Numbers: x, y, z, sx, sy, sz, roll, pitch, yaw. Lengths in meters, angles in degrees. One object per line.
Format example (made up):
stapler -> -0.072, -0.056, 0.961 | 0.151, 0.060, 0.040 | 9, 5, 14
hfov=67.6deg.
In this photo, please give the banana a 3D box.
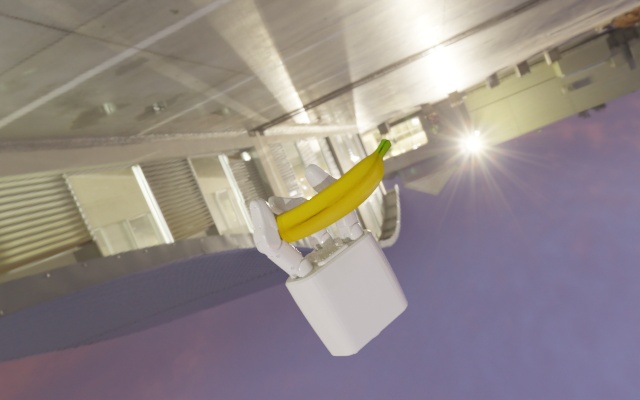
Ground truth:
banana -> -0.002, 0.008, 0.520 | 0.198, 0.037, 0.069 | -33, 13, 26
